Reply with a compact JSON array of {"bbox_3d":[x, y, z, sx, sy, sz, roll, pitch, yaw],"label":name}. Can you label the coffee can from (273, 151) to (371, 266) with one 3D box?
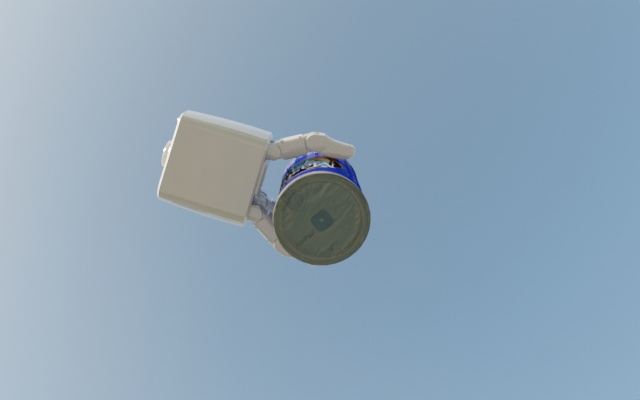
[{"bbox_3d":[0.000,0.002,0.564,0.103,0.103,0.140,0,16,-1],"label":"coffee can"}]
